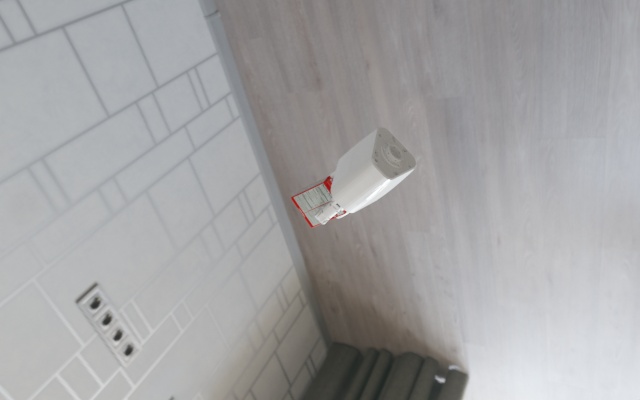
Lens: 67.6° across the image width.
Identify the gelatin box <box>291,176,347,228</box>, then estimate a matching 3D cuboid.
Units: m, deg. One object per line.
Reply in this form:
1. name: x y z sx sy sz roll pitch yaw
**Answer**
1. gelatin box: 0.000 0.003 0.892 0.089 0.073 0.030 -25 17 35
